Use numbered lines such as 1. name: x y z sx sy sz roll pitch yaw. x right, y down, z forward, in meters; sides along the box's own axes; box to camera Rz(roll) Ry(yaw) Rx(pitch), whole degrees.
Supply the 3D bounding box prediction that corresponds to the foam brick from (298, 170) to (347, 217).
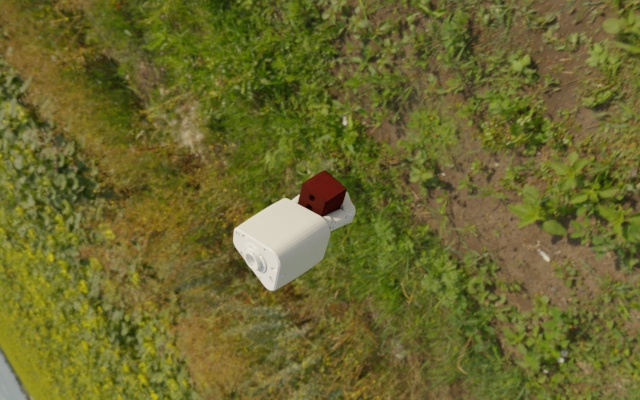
1. foam brick: 0.000 0.002 0.767 0.051 0.078 0.053 -31 60 -36
